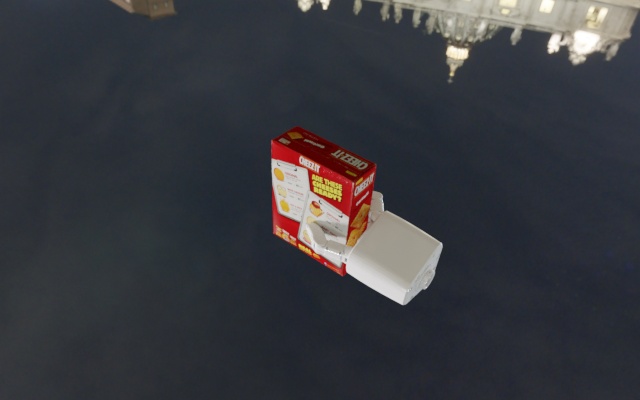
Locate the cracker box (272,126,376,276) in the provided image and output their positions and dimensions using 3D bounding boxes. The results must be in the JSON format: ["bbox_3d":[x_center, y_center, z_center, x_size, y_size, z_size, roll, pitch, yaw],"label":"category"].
[{"bbox_3d":[0.000,0.003,0.808,0.164,0.214,0.072,29,47,26],"label":"cracker box"}]
